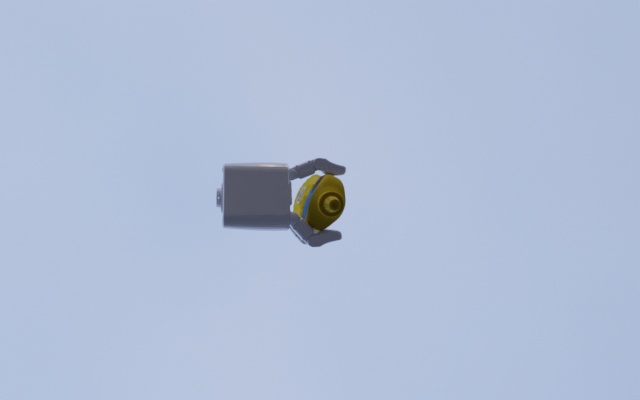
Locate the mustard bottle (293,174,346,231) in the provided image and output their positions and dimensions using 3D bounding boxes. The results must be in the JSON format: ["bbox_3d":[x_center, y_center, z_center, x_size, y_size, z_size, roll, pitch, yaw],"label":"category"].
[{"bbox_3d":[0.000,0.003,0.812,0.058,0.096,0.191,26,-3,-12],"label":"mustard bottle"}]
